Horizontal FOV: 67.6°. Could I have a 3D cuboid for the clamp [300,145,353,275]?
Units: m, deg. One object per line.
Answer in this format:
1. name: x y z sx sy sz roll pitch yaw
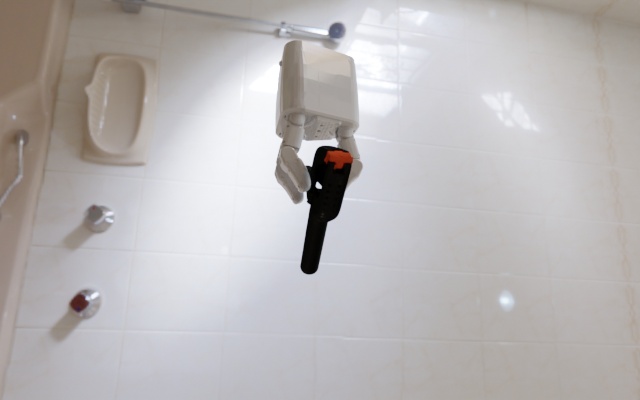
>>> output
1. clamp: 0.001 0.002 0.608 0.036 0.164 0.210 2 -16 -13
